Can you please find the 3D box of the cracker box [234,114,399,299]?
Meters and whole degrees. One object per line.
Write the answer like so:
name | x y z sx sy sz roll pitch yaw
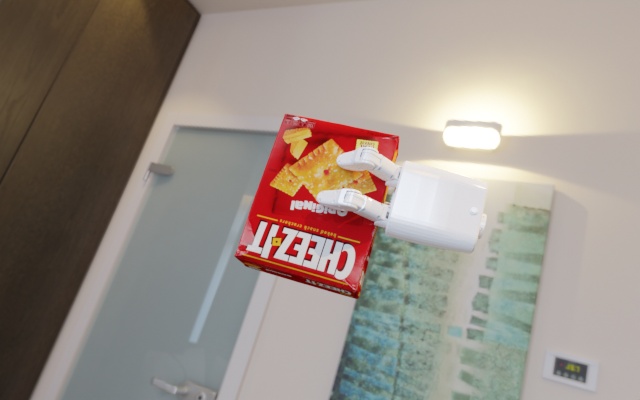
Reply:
cracker box | 0.000 0.002 0.636 0.164 0.213 0.072 14 -17 12
